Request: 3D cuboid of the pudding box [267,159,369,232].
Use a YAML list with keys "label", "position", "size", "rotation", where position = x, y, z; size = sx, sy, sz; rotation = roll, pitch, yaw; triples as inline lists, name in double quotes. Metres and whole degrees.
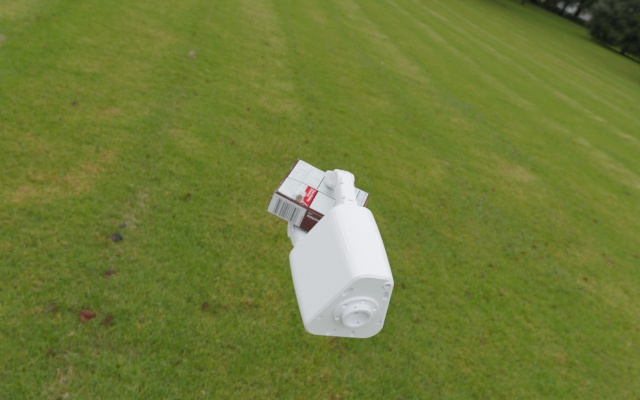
- label: "pudding box"
  position: [0.000, 0.002, 0.622]
  size: [0.113, 0.039, 0.090]
  rotation: [28, 37, 1]
